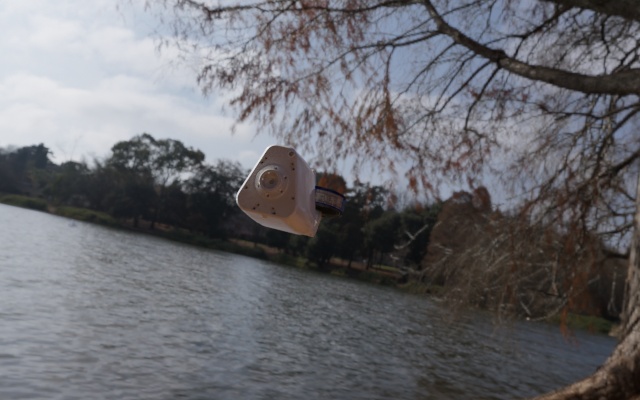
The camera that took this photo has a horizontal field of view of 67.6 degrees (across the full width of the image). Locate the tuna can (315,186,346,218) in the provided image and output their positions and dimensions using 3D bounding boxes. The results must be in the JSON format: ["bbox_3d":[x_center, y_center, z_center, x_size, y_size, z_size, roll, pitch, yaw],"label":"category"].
[{"bbox_3d":[0.000,0.002,0.839,0.086,0.033,0.086,13,-14,3],"label":"tuna can"}]
